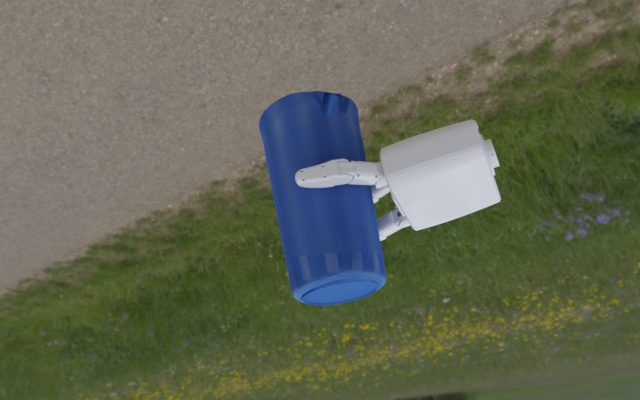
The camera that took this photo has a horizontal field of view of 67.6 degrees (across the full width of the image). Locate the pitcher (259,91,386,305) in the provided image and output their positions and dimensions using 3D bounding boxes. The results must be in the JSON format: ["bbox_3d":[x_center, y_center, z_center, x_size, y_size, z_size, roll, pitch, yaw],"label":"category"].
[{"bbox_3d":[0.000,0.002,0.593,0.145,0.242,0.149,-18,-27,17],"label":"pitcher"}]
